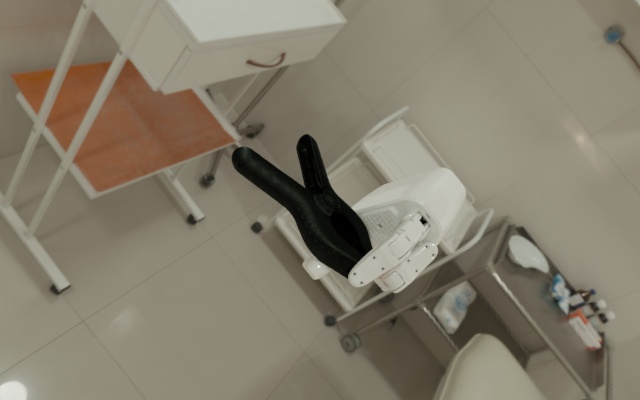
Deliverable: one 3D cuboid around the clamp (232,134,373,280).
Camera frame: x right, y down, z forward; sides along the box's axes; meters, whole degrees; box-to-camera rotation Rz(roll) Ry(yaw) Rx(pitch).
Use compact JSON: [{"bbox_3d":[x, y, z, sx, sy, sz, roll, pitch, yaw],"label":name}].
[{"bbox_3d":[0.000,0.001,0.474,0.039,0.171,0.120,-40,-1,40],"label":"clamp"}]
